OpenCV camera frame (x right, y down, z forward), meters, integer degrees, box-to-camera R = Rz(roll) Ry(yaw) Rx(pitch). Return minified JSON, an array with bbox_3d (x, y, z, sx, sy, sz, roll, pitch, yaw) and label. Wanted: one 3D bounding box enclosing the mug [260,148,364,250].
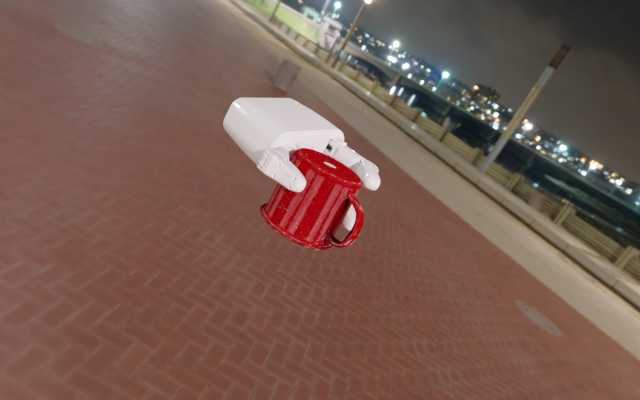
[{"bbox_3d":[0.001,0.002,0.517,0.093,0.081,0.117,7,27,-51],"label":"mug"}]
